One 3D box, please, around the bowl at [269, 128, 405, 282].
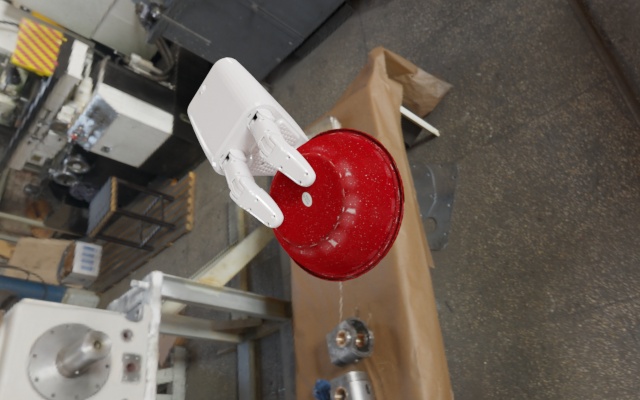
[{"bbox_3d":[0.001,0.002,0.481,0.162,0.162,0.055,0,-5,35],"label":"bowl"}]
